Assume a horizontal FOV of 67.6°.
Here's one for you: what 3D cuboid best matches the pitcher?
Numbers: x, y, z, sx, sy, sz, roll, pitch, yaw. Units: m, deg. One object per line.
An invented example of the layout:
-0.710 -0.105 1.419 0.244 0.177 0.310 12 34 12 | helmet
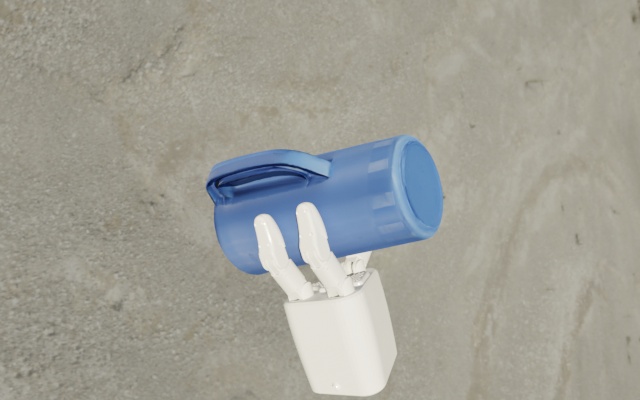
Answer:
0.000 0.002 0.534 0.243 0.145 0.149 -13 5 35 | pitcher
